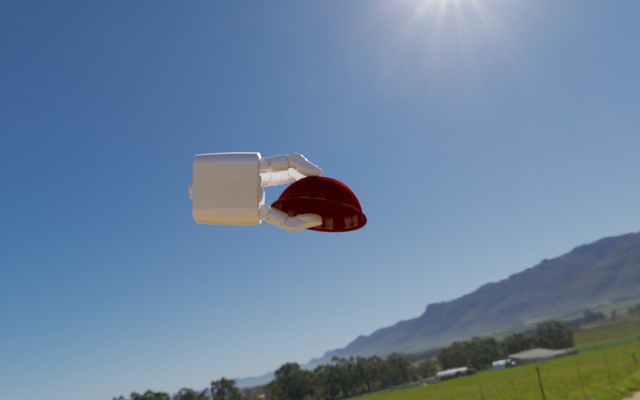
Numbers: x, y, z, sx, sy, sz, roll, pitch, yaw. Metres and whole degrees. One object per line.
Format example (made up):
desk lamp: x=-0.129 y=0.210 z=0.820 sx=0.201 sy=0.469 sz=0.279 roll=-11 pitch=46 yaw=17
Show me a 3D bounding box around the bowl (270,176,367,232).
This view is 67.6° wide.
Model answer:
bowl: x=0.001 y=0.003 z=0.797 sx=0.162 sy=0.055 sz=0.162 roll=8 pitch=-21 yaw=3
